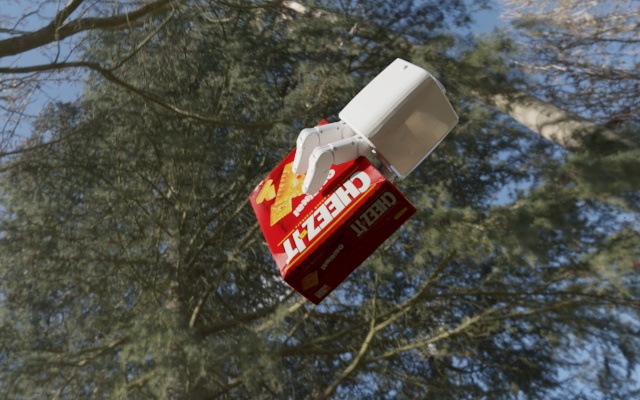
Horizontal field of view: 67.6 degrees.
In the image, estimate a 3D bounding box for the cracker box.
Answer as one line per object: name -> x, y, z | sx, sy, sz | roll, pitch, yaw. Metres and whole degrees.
cracker box -> 0.000, 0.002, 0.620 | 0.072, 0.164, 0.213 | 41, 8, -32
